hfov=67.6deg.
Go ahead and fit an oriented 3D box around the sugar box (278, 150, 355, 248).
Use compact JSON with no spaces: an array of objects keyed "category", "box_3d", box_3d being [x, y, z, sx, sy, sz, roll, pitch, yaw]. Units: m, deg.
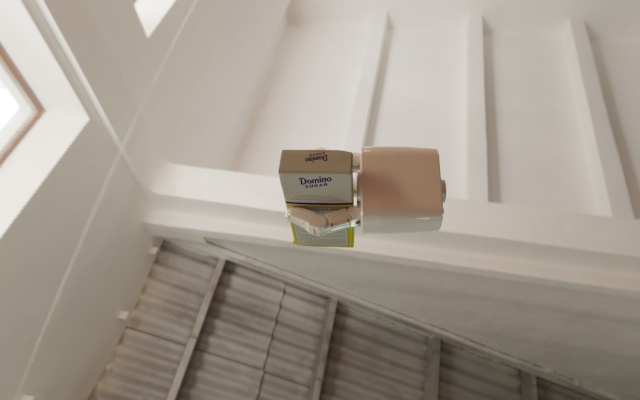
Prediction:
[{"category":"sugar box","box_3d":[0.000,0.002,0.659,0.093,0.048,0.176,2,-38,5]}]
